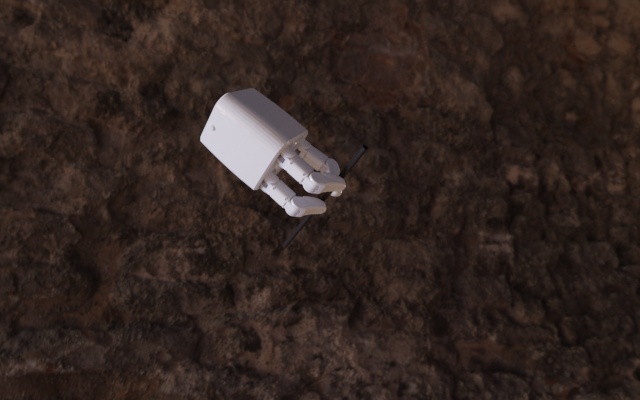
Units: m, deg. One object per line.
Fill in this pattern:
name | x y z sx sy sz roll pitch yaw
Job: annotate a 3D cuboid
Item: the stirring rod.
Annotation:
stirring rod | 0.000 0.002 0.687 0.011 0.011 0.240 0 -36 -36
